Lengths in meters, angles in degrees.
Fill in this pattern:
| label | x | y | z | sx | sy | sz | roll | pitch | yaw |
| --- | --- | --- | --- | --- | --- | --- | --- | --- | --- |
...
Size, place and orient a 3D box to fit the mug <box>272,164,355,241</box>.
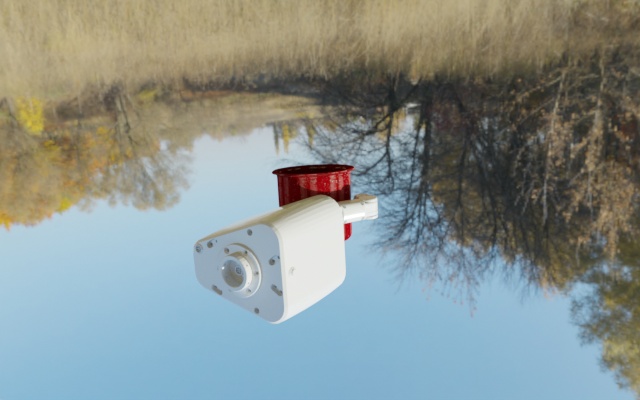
| label | x | y | z | sx | sy | sz | roll | pitch | yaw |
| --- | --- | --- | --- | --- | --- | --- | --- | --- | --- |
| mug | 0.001 | 0.002 | 0.554 | 0.093 | 0.081 | 0.117 | 3 | 12 | 31 |
